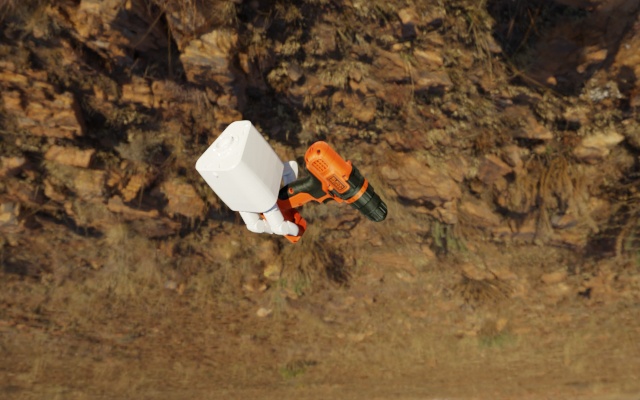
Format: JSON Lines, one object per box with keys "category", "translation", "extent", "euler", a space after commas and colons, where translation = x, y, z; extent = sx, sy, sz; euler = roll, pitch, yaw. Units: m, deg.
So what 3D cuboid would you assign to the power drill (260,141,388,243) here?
{"category": "power drill", "translation": [0.000, 0.003, 0.839], "extent": [0.188, 0.184, 0.057], "euler": [-33, 25, 31]}
